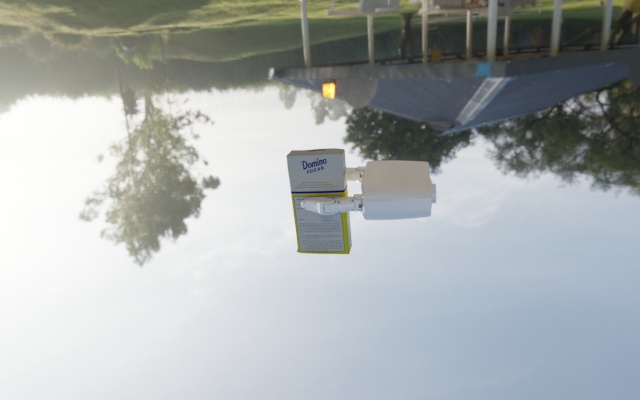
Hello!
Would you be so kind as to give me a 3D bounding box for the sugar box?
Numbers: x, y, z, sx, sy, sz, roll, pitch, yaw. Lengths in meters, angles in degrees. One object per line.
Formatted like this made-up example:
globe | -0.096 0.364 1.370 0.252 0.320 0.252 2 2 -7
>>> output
sugar box | 0.000 0.003 0.798 0.093 0.176 0.048 0 18 12
